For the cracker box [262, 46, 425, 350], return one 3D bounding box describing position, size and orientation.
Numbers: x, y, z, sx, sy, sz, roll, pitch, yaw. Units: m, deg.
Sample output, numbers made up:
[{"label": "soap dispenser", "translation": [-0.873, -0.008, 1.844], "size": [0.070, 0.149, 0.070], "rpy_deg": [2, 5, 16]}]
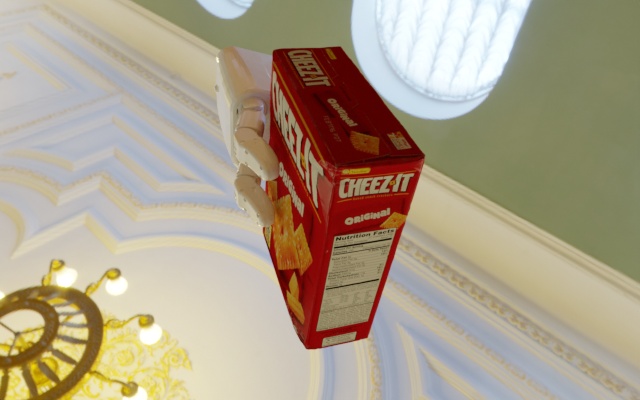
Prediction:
[{"label": "cracker box", "translation": [0.000, 0.001, 0.418], "size": [0.072, 0.214, 0.164], "rpy_deg": [-8, 44, -18]}]
